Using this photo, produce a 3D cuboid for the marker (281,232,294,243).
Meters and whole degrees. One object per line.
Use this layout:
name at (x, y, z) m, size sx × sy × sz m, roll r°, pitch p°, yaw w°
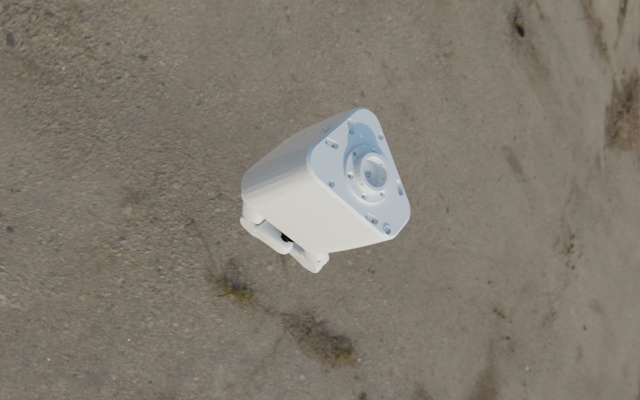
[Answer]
marker at (0.000, 0.002, 0.496) m, size 0.020 × 0.020 × 0.121 m, roll 0°, pitch 36°, yaw 47°
